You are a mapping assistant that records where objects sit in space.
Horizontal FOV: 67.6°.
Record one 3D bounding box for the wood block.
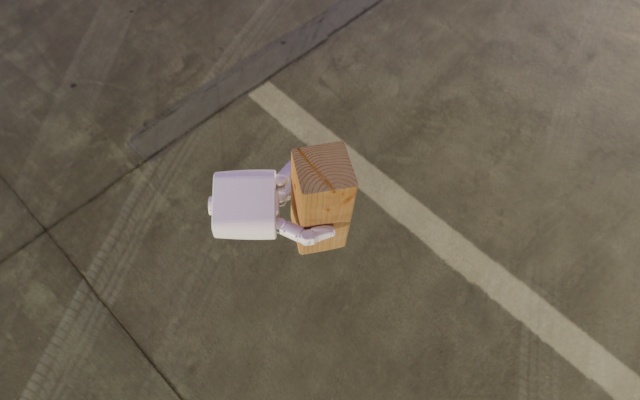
[{"bbox_3d":[0.000,0.003,0.823,0.090,0.090,0.206,-10,-31,-9],"label":"wood block"}]
